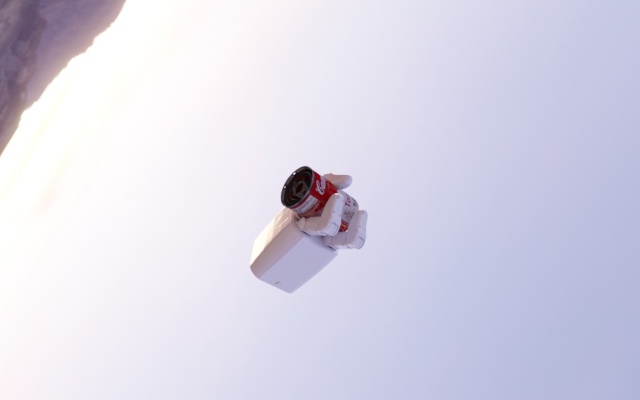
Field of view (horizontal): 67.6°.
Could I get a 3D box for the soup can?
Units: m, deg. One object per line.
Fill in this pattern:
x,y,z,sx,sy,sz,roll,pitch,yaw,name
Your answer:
0.001,0.002,0.713,0.102,0.068,0.068,33,-20,-34,soup can
